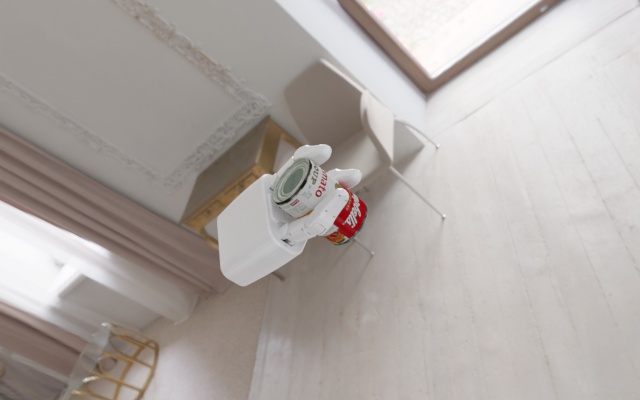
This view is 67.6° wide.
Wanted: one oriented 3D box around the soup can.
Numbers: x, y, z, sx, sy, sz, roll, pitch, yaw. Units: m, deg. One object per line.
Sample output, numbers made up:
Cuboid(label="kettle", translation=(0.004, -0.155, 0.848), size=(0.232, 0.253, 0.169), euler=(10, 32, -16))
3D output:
Cuboid(label="soup can", translation=(0.000, 0.002, 0.589), size=(0.102, 0.068, 0.068), euler=(37, -19, -28))
